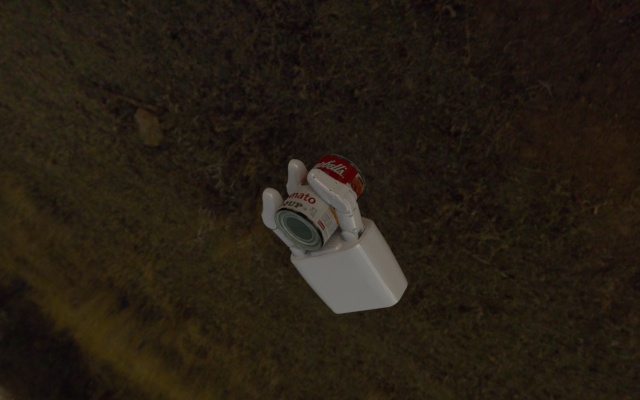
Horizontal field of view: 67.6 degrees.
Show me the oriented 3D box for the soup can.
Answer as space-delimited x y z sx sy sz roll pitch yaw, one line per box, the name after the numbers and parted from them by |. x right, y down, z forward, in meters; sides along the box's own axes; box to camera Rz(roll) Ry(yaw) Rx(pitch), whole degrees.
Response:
0.000 0.002 0.571 0.068 0.068 0.102 0 41 44 | soup can
